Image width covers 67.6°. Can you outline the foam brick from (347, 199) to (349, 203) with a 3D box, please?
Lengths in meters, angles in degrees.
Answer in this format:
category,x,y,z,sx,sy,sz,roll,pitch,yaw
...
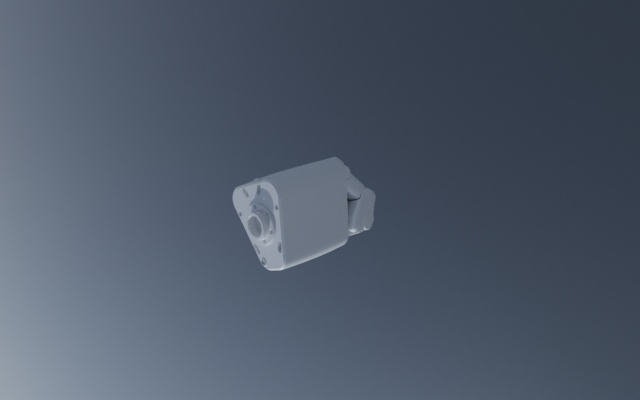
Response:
category,x,y,z,sx,sy,sz,roll,pitch,yaw
foam brick,0.000,0.002,0.660,0.051,0.053,0.078,-21,7,-42
